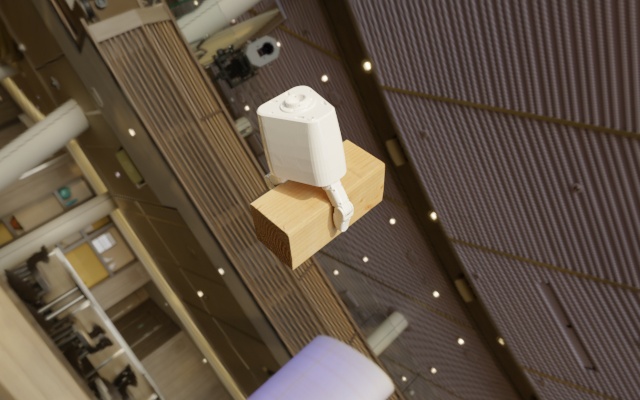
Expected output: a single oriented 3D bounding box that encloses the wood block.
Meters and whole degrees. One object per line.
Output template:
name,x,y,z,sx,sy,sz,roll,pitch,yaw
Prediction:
wood block,0.000,0.002,0.765,0.206,0.090,0.090,-36,55,-27
